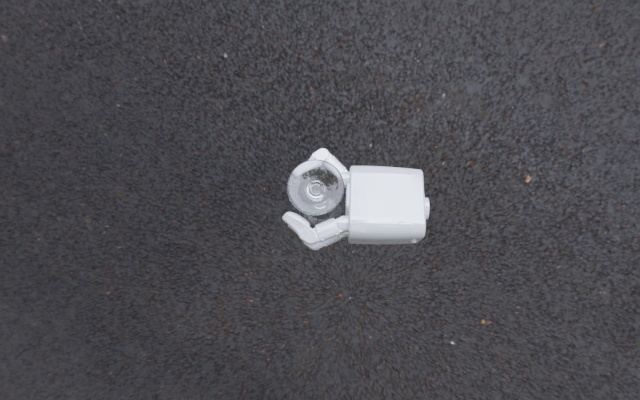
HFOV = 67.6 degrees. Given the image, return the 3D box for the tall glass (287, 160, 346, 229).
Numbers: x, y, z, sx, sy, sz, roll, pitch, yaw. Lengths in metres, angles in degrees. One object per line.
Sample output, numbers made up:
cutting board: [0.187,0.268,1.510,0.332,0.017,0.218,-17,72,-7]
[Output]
tall glass: [0.000,0.002,0.715,0.079,0.079,0.201,0,-11,3]
